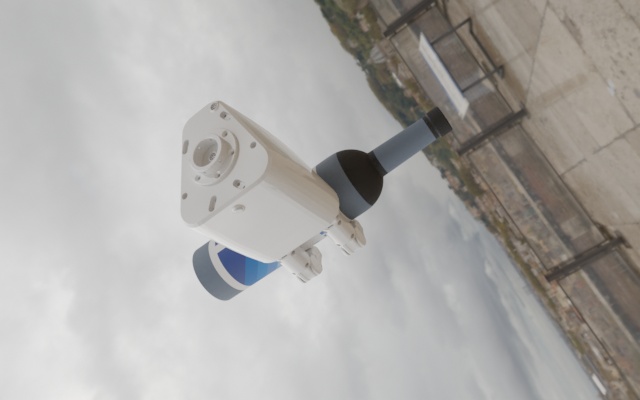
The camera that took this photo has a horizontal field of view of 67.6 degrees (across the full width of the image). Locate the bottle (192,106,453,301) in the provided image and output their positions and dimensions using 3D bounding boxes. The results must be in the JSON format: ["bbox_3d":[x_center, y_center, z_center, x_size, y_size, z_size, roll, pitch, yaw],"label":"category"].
[{"bbox_3d":[0.000,0.002,0.489,0.296,0.069,0.069,-34,-10,15],"label":"bottle"}]
